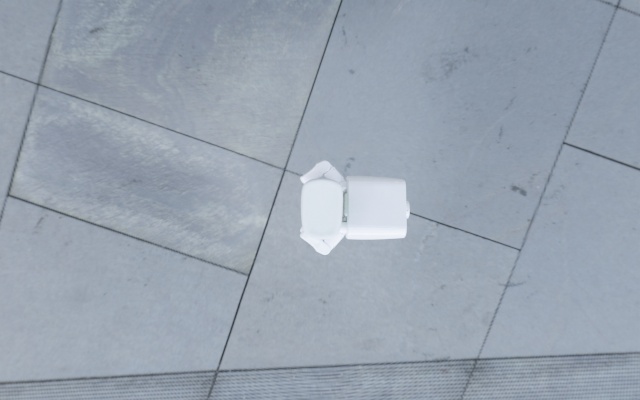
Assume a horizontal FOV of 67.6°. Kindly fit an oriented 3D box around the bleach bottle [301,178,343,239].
[{"bbox_3d":[0.000,0.003,0.888,0.068,0.102,0.251,1,6,-1],"label":"bleach bottle"}]
